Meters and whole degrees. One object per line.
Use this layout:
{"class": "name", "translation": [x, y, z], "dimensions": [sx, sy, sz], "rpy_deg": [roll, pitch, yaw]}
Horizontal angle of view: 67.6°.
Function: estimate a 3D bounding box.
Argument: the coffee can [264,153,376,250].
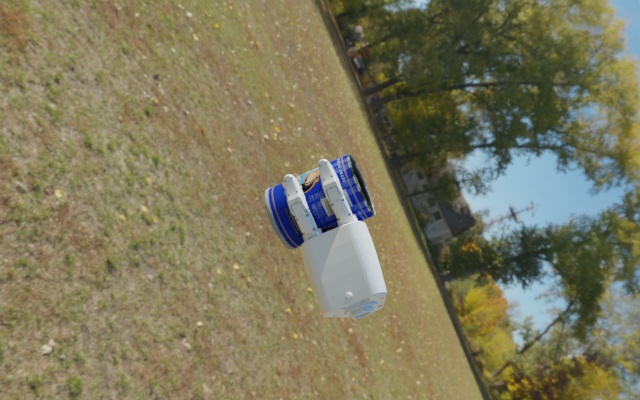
{"class": "coffee can", "translation": [0.000, 0.002, 0.729], "dimensions": [0.140, 0.103, 0.103], "rpy_deg": [-23, -5, 11]}
